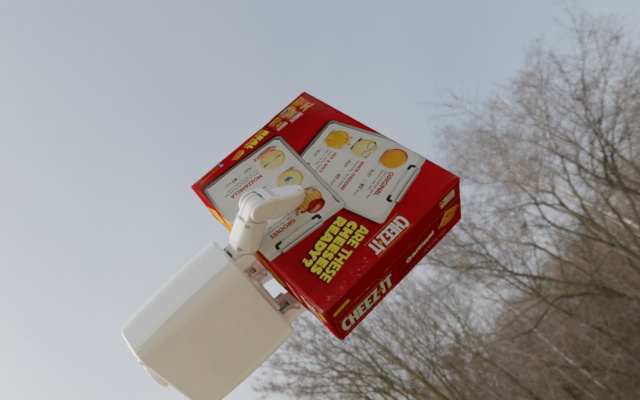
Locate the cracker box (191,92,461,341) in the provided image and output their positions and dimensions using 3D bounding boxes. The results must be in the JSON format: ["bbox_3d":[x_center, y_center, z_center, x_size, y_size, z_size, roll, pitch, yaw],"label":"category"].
[{"bbox_3d":[0.000,0.001,0.465,0.213,0.164,0.072,37,-17,37],"label":"cracker box"}]
